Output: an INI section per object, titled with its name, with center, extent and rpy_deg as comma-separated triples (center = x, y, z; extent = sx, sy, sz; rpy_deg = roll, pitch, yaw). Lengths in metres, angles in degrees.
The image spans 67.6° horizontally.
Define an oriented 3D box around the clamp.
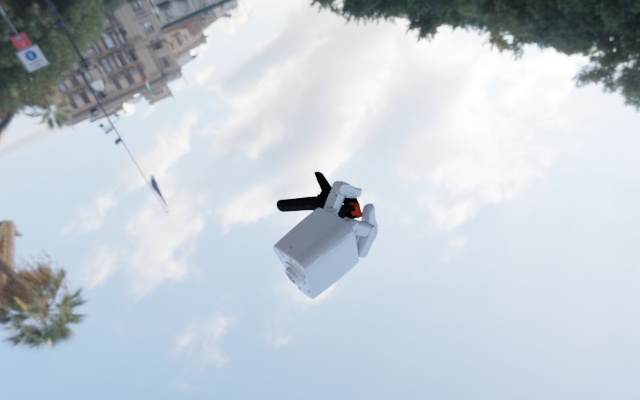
[clamp]
center = 0.001, 0.003, 0.877
extent = 0.120, 0.039, 0.171
rpy_deg = -39, 36, -19
